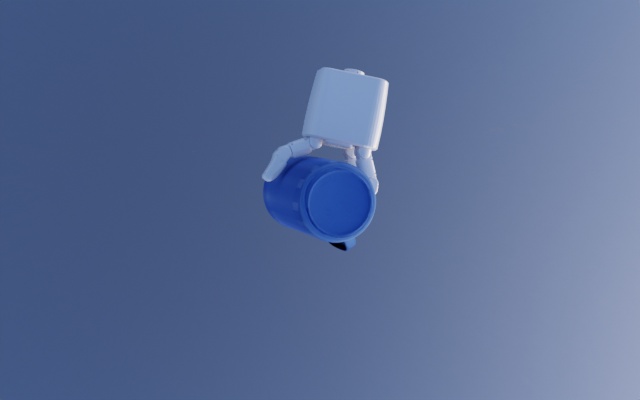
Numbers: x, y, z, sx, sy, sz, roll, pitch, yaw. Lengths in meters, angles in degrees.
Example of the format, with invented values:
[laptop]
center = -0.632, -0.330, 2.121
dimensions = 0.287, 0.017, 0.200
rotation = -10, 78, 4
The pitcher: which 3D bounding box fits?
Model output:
[pitcher]
center = 0.000, 0.002, 0.738
dimensions = 0.149, 0.145, 0.243
rotation = 12, 2, -16
